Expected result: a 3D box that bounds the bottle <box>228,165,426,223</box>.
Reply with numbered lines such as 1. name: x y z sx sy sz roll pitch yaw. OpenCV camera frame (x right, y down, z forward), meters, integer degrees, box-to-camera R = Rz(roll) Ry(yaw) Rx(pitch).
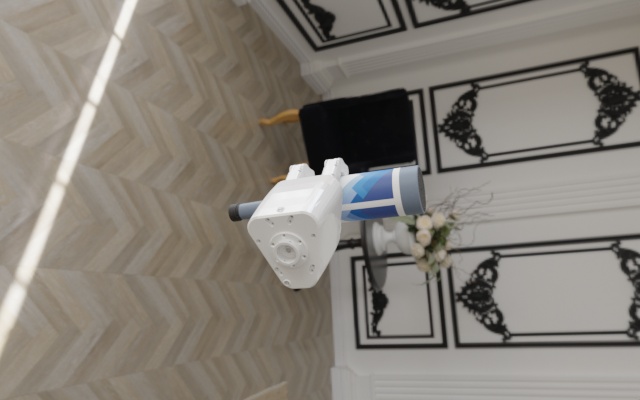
1. bottle: 0.000 0.002 0.698 0.296 0.069 0.069 -7 -3 20
